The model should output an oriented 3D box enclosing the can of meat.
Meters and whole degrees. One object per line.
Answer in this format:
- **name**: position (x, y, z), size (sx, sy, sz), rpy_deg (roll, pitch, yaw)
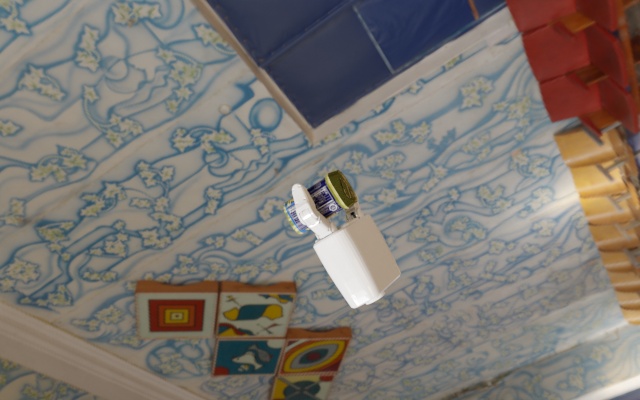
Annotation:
- **can of meat**: position (0.000, 0.002, 0.710), size (0.084, 0.057, 0.102), rpy_deg (-32, -1, 16)
